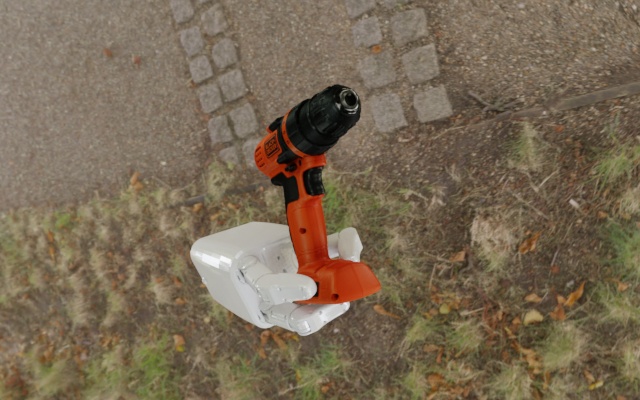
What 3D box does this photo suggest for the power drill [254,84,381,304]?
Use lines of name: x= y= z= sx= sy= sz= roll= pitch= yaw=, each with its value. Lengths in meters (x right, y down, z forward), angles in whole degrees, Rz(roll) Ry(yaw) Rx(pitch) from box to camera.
power drill: x=0.000 y=0.002 z=0.458 sx=0.057 sy=0.187 sz=0.184 roll=-10 pitch=-6 yaw=-26
